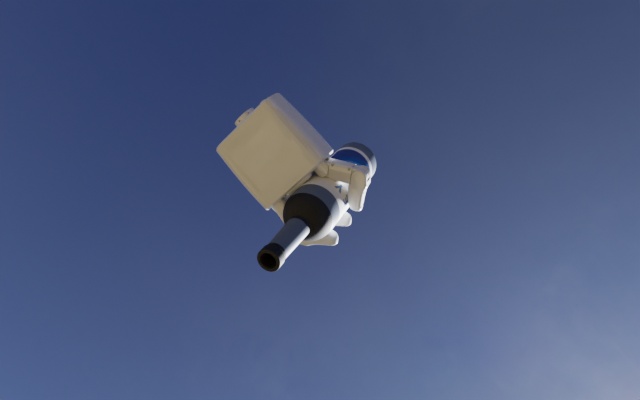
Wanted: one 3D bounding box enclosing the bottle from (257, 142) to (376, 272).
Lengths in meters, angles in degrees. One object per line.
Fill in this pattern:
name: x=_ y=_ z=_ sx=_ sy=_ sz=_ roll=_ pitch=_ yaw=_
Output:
bottle: x=0.000 y=0.002 z=0.620 sx=0.069 sy=0.069 sz=0.295 roll=0 pitch=25 yaw=24
